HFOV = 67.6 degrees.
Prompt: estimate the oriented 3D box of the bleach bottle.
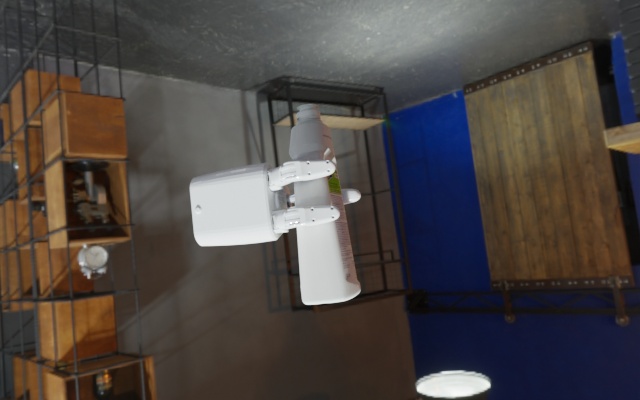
[{"bbox_3d":[0.000,0.002,0.621,0.068,0.251,0.102,-8,-6,13],"label":"bleach bottle"}]
